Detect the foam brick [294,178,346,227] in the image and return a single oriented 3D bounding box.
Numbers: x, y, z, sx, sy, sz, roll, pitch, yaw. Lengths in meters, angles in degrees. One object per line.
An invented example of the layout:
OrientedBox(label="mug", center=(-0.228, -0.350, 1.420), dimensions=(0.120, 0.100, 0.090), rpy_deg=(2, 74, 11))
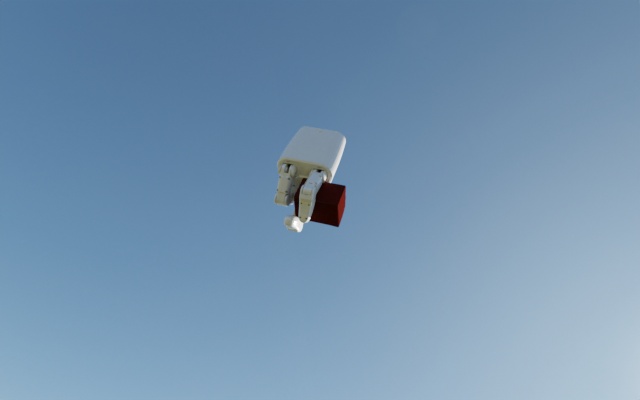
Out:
OrientedBox(label="foam brick", center=(0.000, 0.003, 0.800), dimensions=(0.078, 0.053, 0.051), rpy_deg=(12, 45, 13))
